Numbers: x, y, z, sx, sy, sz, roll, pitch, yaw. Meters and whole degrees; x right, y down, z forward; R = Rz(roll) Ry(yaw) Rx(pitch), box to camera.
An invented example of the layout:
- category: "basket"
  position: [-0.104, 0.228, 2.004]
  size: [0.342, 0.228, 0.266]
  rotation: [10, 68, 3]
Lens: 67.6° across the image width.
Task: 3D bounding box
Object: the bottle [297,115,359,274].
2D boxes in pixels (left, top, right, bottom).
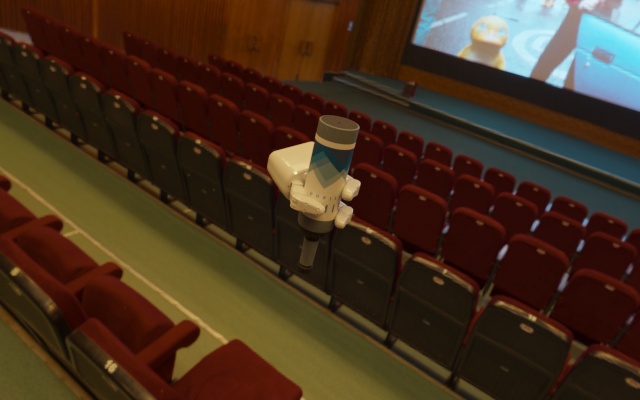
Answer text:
- category: "bottle"
  position: [0.000, 0.003, 0.834]
  size: [0.069, 0.296, 0.069]
  rotation: [11, 26, -5]
